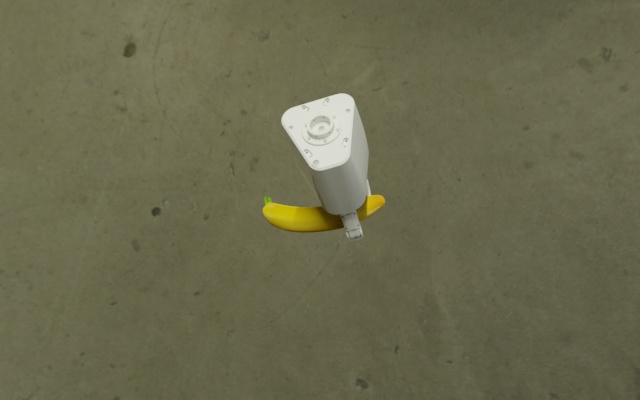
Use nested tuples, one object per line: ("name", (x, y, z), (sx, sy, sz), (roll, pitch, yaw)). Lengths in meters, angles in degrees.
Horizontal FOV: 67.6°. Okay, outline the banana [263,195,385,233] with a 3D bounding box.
("banana", (-0.008, 0.017, 0.693), (0.198, 0.069, 0.037), (1, -37, 22))
